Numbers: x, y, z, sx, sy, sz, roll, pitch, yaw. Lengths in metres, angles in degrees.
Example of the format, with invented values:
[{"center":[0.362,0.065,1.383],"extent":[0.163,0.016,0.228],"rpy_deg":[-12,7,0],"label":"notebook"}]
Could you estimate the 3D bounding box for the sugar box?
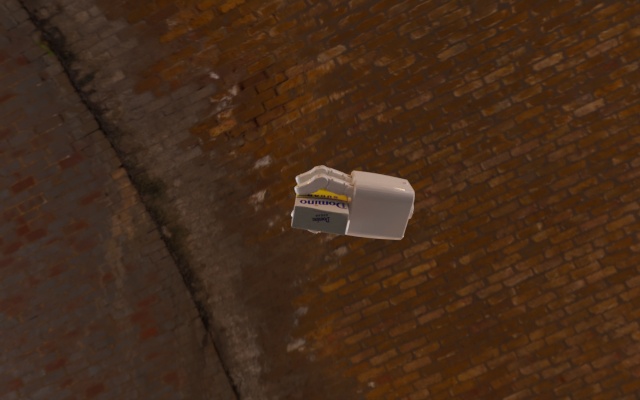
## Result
[{"center":[0.000,0.002,0.861],"extent":[0.093,0.048,0.176],"rpy_deg":[9,18,-4],"label":"sugar box"}]
